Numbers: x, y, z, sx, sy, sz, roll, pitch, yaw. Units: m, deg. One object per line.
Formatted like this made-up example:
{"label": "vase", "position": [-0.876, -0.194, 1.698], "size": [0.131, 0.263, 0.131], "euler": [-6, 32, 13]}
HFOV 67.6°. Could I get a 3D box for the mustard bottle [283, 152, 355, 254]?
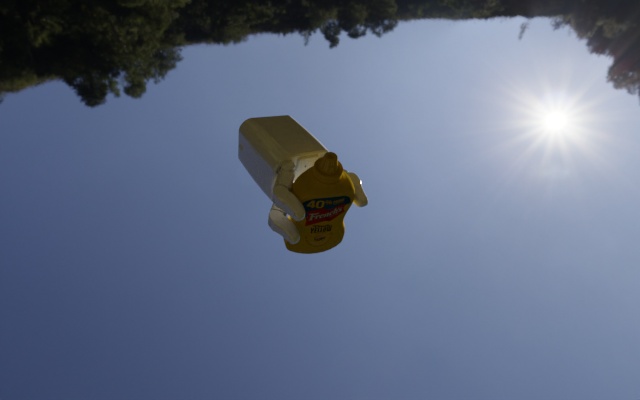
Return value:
{"label": "mustard bottle", "position": [0.000, 0.003, 0.702], "size": [0.096, 0.058, 0.192], "euler": [-5, -39, -15]}
